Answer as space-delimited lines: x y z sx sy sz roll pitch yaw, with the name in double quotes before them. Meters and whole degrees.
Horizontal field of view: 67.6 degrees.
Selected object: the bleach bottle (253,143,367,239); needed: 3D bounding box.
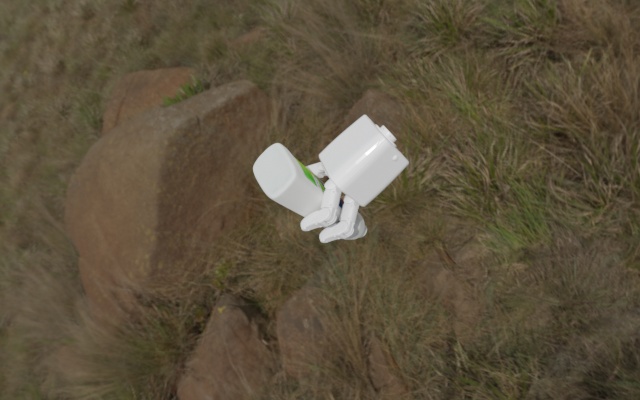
"bleach bottle" 0.000 0.003 0.817 0.251 0.068 0.102 34 16 -46
